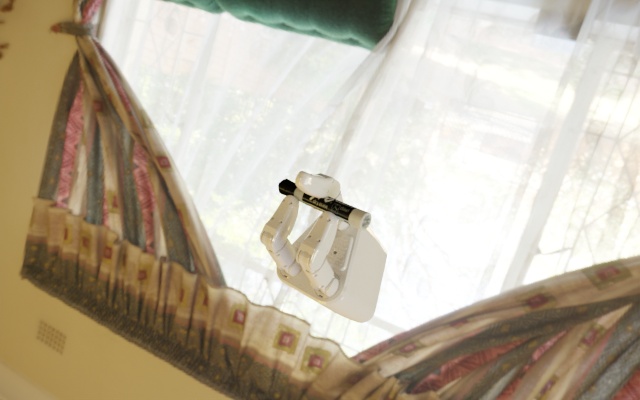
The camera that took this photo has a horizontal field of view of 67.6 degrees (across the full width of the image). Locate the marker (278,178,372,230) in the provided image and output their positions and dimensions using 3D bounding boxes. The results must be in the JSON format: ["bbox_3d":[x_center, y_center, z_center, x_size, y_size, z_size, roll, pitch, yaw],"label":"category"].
[{"bbox_3d":[0.000,0.002,0.502,0.121,0.020,0.020,23,14,36],"label":"marker"}]
